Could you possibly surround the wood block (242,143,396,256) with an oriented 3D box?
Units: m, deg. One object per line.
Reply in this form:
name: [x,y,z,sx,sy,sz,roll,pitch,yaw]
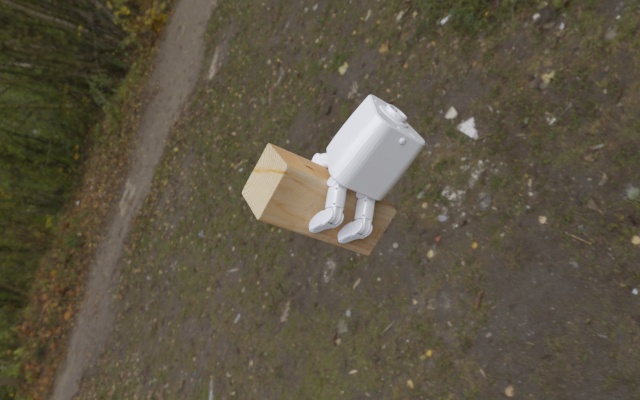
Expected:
wood block: [0.000,0.002,0.726,0.206,0.090,0.090,21,16,-33]
